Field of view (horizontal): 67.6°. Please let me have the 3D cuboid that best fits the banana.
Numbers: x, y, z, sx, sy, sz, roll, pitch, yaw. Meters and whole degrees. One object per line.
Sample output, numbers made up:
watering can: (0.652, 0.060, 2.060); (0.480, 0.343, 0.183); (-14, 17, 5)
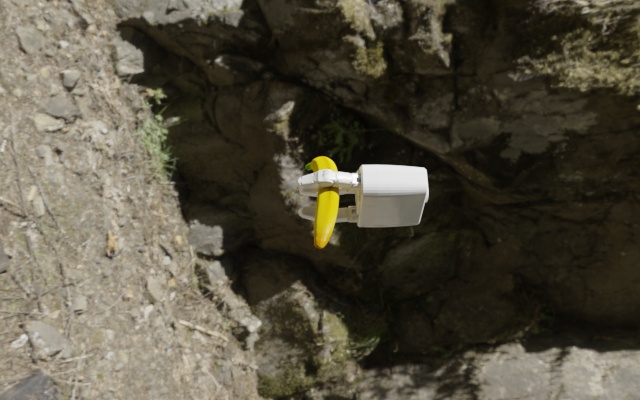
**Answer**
banana: (0.006, -0.013, 0.789); (0.037, 0.197, 0.070); (12, -48, -17)
